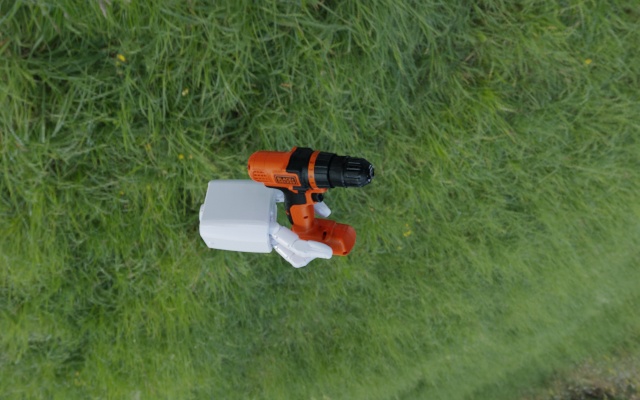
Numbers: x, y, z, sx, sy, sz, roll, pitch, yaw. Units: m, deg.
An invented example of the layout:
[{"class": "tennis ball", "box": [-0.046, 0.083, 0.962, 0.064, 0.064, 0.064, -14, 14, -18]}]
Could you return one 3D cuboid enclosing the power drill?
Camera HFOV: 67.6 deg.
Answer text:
[{"class": "power drill", "box": [0.000, 0.003, 0.707, 0.184, 0.057, 0.188, 7, -42, 24]}]
